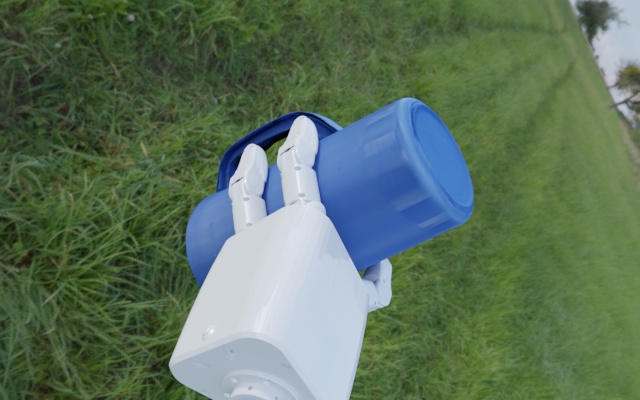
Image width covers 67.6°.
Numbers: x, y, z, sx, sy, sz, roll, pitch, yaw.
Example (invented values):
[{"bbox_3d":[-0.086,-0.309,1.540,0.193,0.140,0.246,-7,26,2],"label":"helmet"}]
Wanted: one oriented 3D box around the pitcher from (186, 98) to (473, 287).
[{"bbox_3d":[0.000,0.002,0.431,0.243,0.149,0.145,-27,27,32],"label":"pitcher"}]
